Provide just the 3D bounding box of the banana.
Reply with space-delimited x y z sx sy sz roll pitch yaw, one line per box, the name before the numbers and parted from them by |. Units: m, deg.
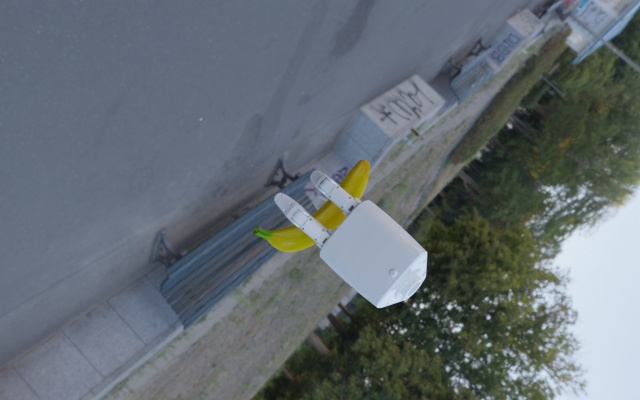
banana | 0.003 0.018 0.689 0.198 0.070 0.037 -34 39 -16
